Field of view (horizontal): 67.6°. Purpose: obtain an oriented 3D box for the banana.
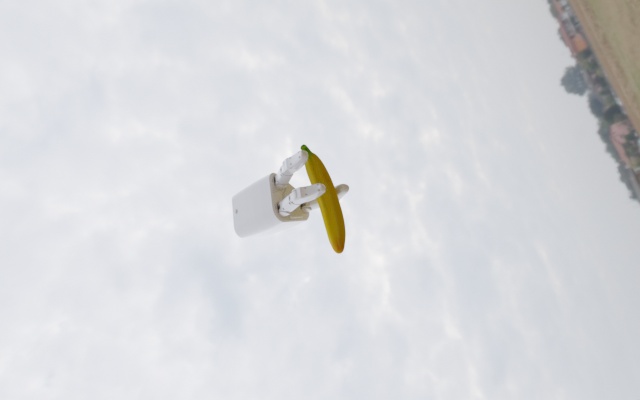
[{"bbox_3d":[0.007,-0.002,0.847,0.037,0.198,0.069,-23,-5,25],"label":"banana"}]
